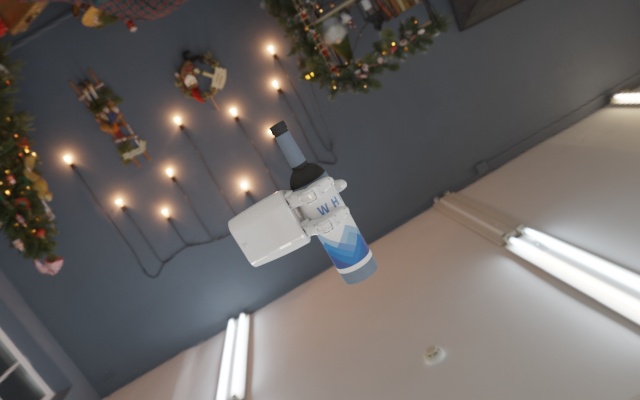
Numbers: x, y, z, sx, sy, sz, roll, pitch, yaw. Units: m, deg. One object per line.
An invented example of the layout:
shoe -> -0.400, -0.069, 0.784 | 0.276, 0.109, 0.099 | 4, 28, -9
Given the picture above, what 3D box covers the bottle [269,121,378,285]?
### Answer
bottle -> 0.000, 0.003, 0.798 | 0.069, 0.296, 0.069 | -28, 14, 7
